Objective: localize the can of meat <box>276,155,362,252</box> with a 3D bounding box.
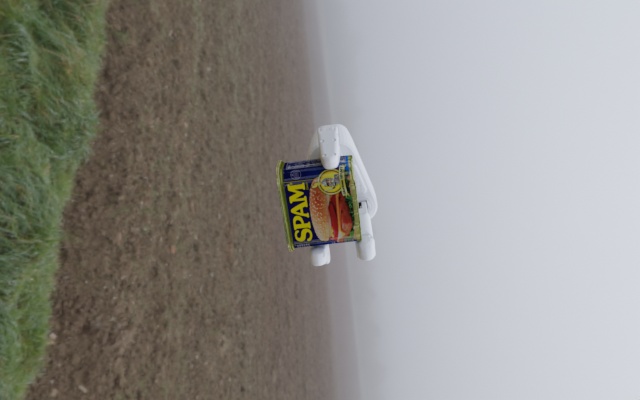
[{"bbox_3d":[0.000,0.002,0.539,0.084,0.102,0.057,-7,19,3],"label":"can of meat"}]
